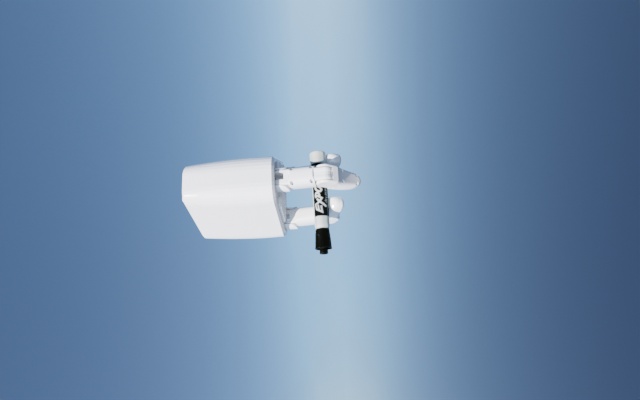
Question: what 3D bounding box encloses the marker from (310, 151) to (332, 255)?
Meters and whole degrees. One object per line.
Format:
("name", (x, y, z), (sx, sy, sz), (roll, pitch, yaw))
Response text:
("marker", (0.000, 0.002, 0.547), (0.020, 0.121, 0.020), (-3, -17, -1))
